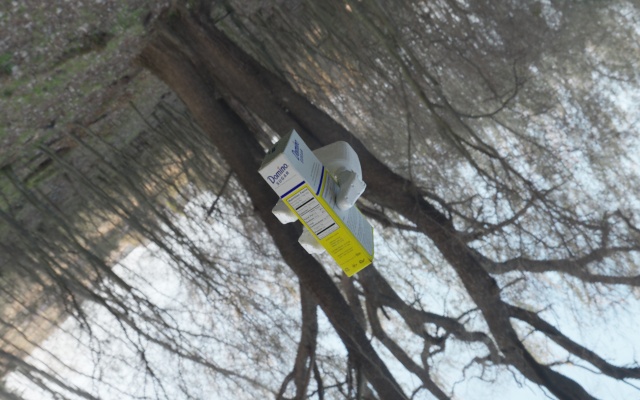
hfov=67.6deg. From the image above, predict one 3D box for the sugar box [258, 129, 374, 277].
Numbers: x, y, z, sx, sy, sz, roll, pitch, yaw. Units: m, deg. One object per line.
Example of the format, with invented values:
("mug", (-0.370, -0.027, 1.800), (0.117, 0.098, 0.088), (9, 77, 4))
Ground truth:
("sugar box", (0.000, 0.002, 0.596), (0.048, 0.176, 0.093), (-36, 17, 19))
